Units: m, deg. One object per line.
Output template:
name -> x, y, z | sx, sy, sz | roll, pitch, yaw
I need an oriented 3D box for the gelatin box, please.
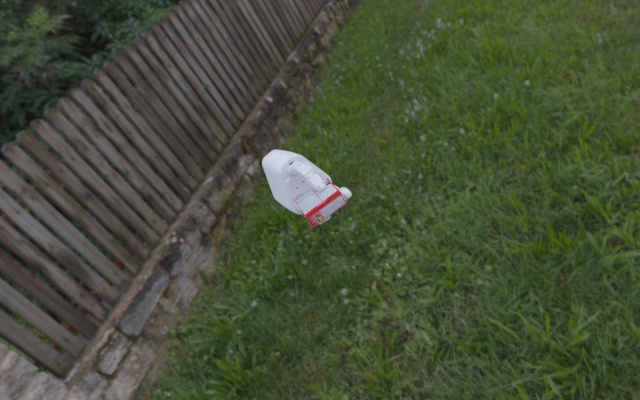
gelatin box -> 0.000, 0.002, 0.834 | 0.073, 0.030, 0.089 | -36, 23, -1
